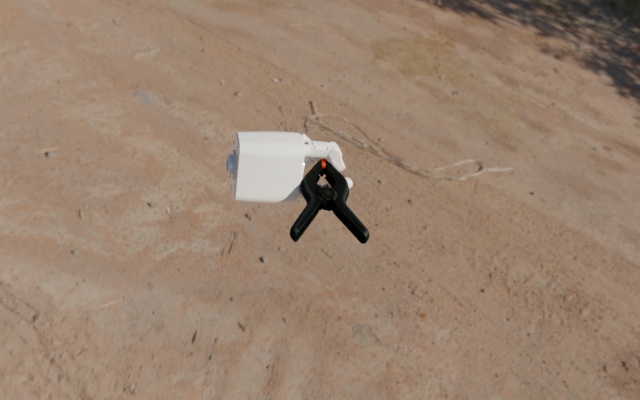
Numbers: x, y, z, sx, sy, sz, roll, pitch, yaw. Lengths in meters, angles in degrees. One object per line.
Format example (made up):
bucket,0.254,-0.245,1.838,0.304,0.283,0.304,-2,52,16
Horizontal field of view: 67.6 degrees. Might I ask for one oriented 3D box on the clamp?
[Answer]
clamp,0.000,0.002,0.759,0.120,0.171,0.039,0,-44,-19
